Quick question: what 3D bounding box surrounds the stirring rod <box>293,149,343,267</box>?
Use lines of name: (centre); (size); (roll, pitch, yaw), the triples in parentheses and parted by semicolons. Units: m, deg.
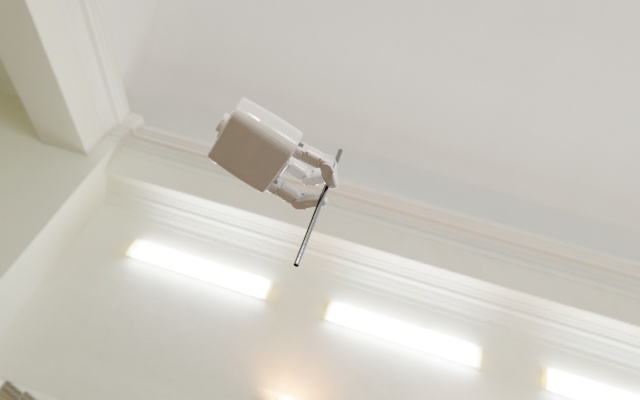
stirring rod: (0.000, 0.002, 0.737); (0.011, 0.239, 0.011); (13, -39, 11)
